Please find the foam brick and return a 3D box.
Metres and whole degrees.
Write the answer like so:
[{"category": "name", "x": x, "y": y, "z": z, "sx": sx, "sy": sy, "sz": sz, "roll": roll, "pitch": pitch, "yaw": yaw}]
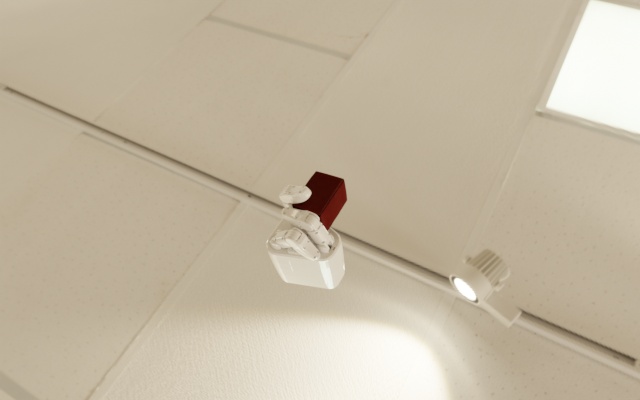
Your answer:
[{"category": "foam brick", "x": 0.000, "y": 0.002, "z": 0.749, "sx": 0.053, "sy": 0.078, "sz": 0.051, "roll": 20, "pitch": -31, "yaw": 26}]
